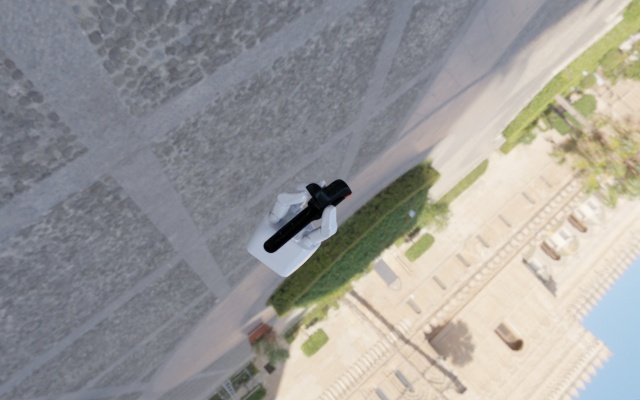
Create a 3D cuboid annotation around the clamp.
[{"bbox_3d":[0.001,0.003,0.842,0.210,0.036,0.165,-31,-16,-47],"label":"clamp"}]
